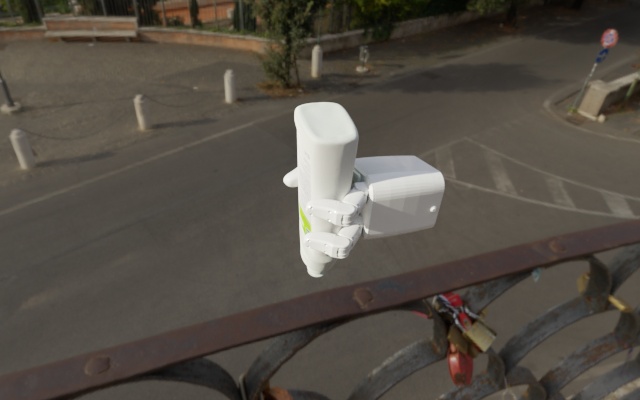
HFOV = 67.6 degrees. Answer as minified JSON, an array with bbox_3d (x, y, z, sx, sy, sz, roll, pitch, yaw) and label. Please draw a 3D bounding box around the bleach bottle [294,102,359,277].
[{"bbox_3d":[0.000,0.002,0.650,0.068,0.251,0.102,-7,40,-14],"label":"bleach bottle"}]
